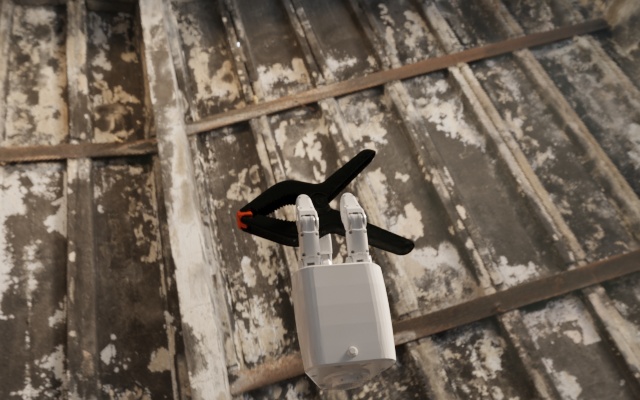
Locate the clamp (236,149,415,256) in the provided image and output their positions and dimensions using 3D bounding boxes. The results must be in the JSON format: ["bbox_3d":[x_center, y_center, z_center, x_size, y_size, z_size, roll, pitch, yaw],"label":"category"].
[{"bbox_3d":[0.000,0.003,0.605,0.210,0.164,0.036,-3,-37,-9],"label":"clamp"}]
